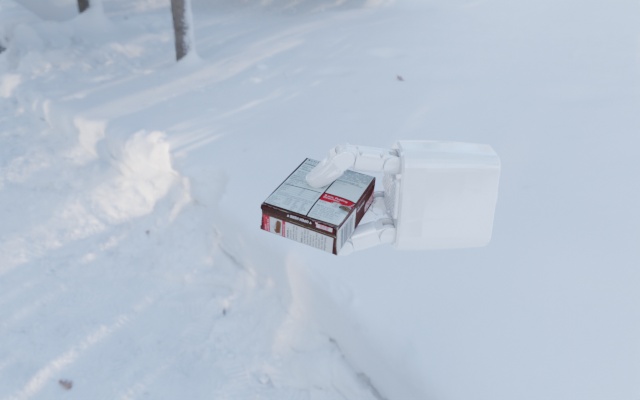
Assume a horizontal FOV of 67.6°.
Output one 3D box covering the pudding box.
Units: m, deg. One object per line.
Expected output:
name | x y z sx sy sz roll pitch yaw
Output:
pudding box | 0.000 0.002 0.520 0.090 0.039 0.113 17 35 19
